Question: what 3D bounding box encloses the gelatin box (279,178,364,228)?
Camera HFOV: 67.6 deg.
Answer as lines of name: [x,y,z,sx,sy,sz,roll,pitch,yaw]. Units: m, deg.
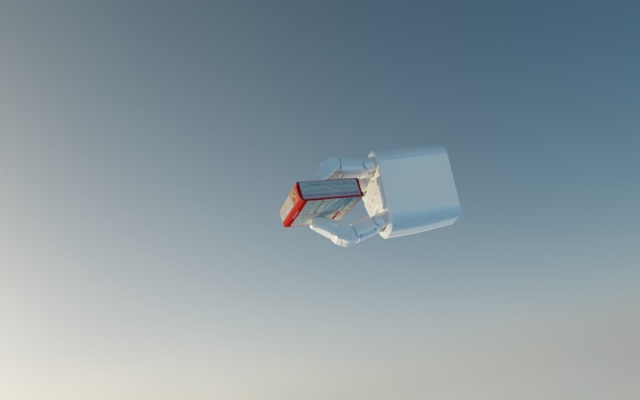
gelatin box: [0.000,0.002,0.614,0.089,0.030,0.073,-6,-26,-27]
